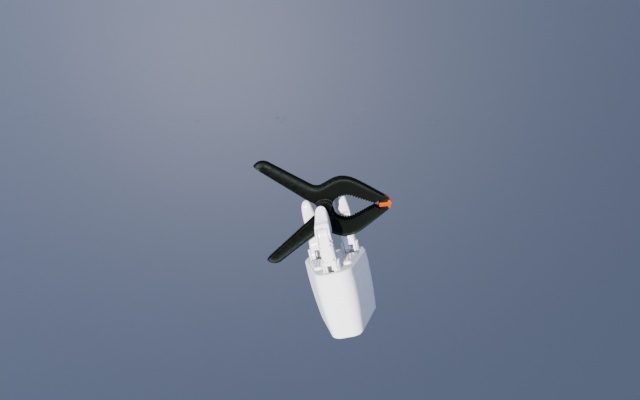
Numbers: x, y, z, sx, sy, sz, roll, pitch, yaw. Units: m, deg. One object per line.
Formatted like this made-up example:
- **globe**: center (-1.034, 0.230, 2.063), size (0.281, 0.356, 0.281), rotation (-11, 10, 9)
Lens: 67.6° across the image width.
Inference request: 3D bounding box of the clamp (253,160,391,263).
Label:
- **clamp**: center (0.001, 0.003, 0.732), size (0.210, 0.164, 0.036), rotation (-12, 14, 7)
